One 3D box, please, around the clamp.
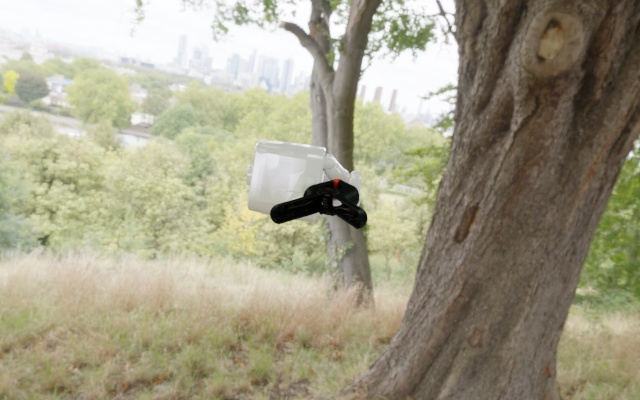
[{"bbox_3d":[0.000,0.001,0.648,0.120,0.039,0.171,6,13,1],"label":"clamp"}]
